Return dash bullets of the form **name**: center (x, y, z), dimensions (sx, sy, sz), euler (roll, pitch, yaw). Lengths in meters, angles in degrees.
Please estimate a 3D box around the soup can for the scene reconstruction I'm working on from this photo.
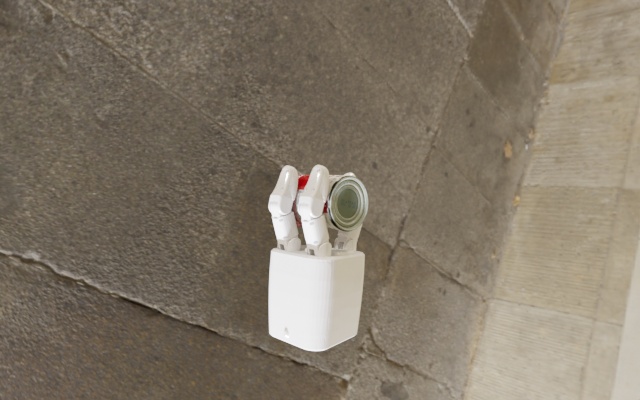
- **soup can**: center (0.000, 0.001, 0.591), dimensions (0.068, 0.068, 0.102), euler (0, 2, -43)
